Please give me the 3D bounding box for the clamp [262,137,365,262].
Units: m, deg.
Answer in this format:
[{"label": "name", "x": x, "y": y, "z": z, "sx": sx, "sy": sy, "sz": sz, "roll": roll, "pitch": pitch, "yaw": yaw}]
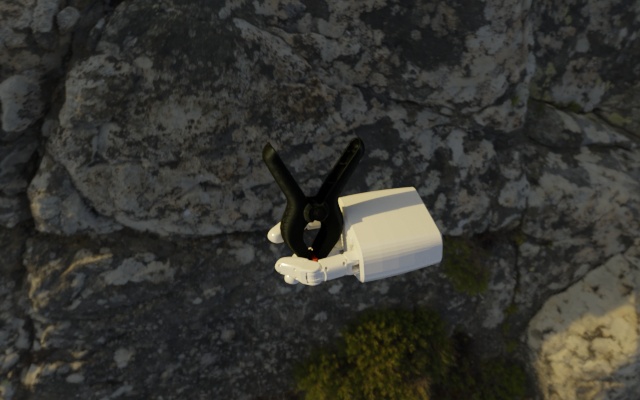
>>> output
[{"label": "clamp", "x": 0.000, "y": 0.002, "z": 0.570, "sx": 0.120, "sy": 0.172, "sz": 0.039, "roll": -11, "pitch": 29, "yaw": -10}]
